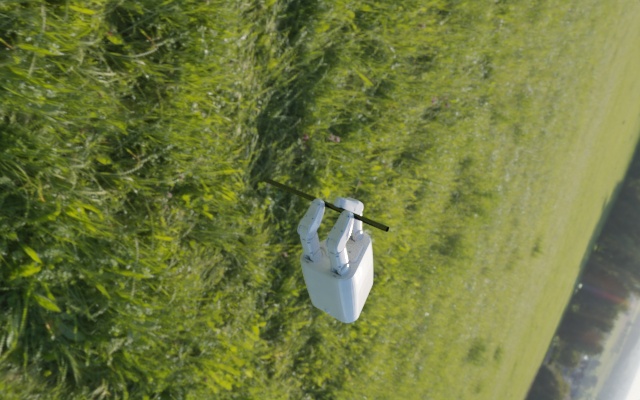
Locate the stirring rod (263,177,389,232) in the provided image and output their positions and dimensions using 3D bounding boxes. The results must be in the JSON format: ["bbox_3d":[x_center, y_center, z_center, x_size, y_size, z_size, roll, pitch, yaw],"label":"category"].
[{"bbox_3d":[0.000,0.002,0.718,0.239,0.011,0.011,22,13,35],"label":"stirring rod"}]
